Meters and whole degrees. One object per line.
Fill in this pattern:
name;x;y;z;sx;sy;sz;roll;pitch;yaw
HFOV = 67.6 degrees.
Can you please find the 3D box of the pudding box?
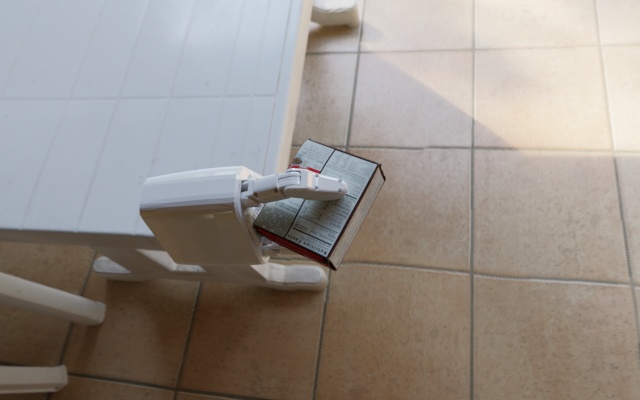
pudding box;0.000;0.001;0.478;0.090;0.113;0.039;23;-16;24
